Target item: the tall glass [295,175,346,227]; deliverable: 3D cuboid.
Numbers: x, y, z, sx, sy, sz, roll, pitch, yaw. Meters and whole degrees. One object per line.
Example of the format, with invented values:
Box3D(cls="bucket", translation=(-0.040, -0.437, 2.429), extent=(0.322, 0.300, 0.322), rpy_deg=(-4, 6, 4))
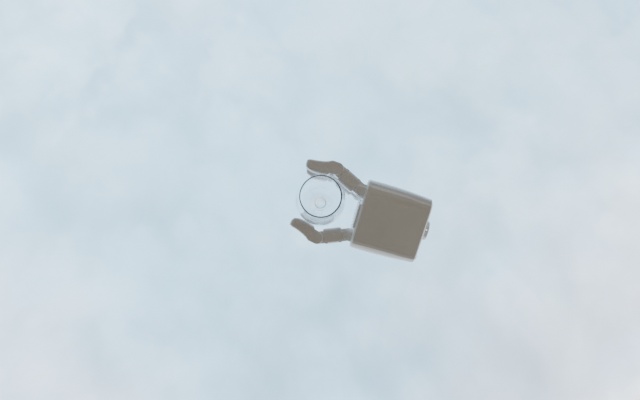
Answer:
Box3D(cls="tall glass", translation=(0.000, 0.003, 0.776), extent=(0.079, 0.079, 0.201), rpy_deg=(0, -5, 0))
